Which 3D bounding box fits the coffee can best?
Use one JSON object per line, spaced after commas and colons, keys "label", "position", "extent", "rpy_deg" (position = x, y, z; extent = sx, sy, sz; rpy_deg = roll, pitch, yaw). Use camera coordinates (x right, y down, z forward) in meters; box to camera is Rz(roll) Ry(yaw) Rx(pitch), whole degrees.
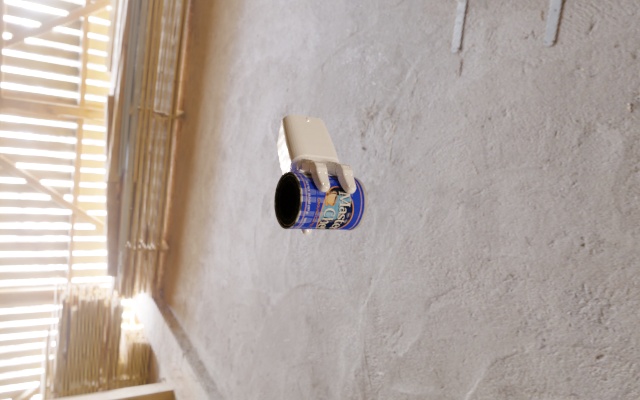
{"label": "coffee can", "position": [0.000, 0.003, 0.875], "extent": [0.140, 0.103, 0.103], "rpy_deg": [3, -2, -31]}
